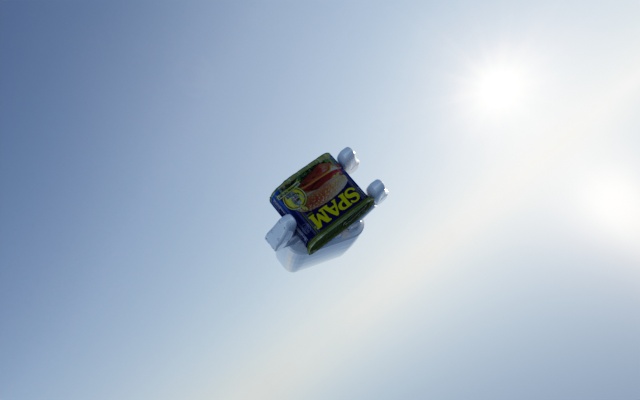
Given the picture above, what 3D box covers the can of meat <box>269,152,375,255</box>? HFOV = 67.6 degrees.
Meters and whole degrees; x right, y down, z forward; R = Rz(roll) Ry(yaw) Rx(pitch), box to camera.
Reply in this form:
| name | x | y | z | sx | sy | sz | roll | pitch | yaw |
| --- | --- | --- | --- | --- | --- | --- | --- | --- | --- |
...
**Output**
| name | x | y | z | sx | sy | sz | roll | pitch | yaw |
| --- | --- | --- | --- | --- | --- | --- | --- | --- | --- |
| can of meat | 0.000 | 0.002 | 0.587 | 0.102 | 0.084 | 0.057 | -36 | -14 | -19 |
